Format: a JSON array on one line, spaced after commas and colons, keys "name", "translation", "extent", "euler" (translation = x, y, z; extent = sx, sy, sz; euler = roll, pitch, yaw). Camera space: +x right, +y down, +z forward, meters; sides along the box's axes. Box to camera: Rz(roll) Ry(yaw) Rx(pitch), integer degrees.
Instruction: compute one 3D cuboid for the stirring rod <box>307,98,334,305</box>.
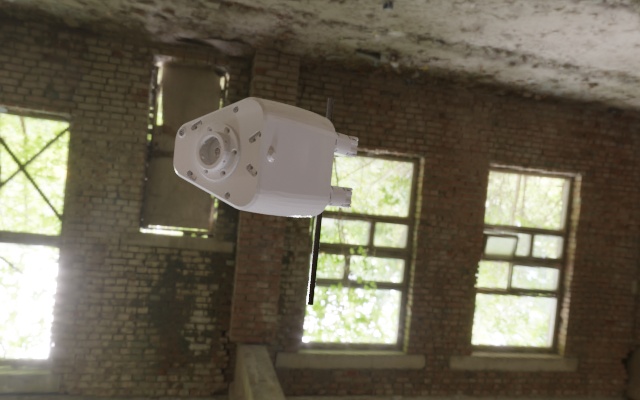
[{"name": "stirring rod", "translation": [0.000, 0.002, 0.555], "extent": [0.011, 0.239, 0.011], "euler": [6, 1, 0]}]
